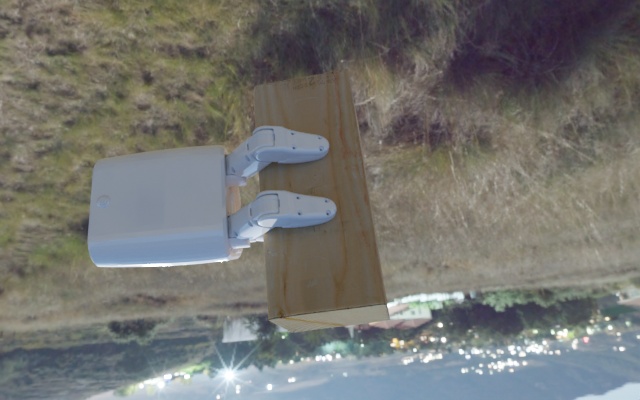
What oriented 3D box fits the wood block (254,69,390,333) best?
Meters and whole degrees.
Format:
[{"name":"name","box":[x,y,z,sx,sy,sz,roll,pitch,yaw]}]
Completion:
[{"name":"wood block","box":[0.000,0.002,0.421,0.090,0.206,0.091,-9,-22,6]}]
